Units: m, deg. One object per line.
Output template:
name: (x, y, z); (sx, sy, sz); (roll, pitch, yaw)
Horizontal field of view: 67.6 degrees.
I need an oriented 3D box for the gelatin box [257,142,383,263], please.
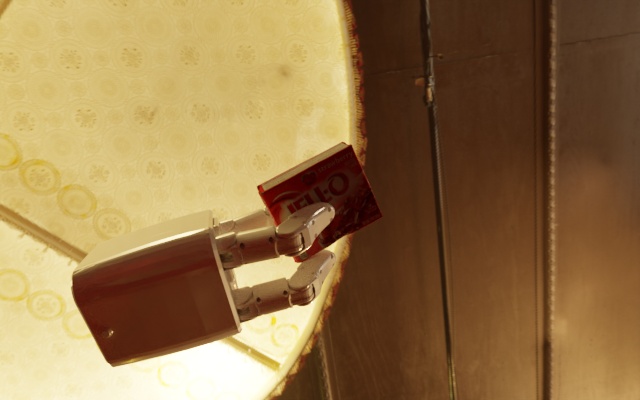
gelatin box: (0.000, 0.001, 0.418); (0.089, 0.073, 0.030); (-28, 20, -6)
